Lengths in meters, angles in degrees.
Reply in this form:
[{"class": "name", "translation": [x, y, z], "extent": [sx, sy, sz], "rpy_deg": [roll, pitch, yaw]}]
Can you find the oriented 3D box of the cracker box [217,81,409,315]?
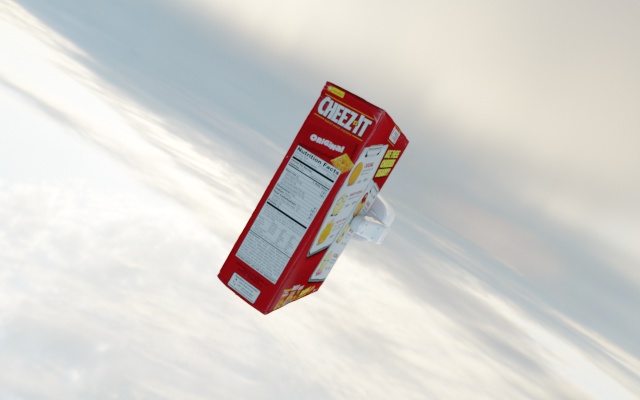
[{"class": "cracker box", "translation": [0.000, 0.002, 0.501], "extent": [0.072, 0.214, 0.164], "rpy_deg": [32, 7, 16]}]
